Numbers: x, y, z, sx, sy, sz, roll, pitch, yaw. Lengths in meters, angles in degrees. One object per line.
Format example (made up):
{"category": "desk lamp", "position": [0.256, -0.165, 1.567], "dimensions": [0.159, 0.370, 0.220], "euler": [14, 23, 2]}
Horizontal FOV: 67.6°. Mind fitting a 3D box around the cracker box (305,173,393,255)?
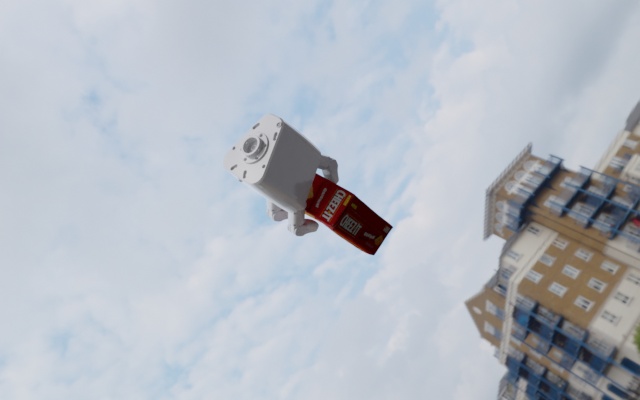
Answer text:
{"category": "cracker box", "position": [0.000, 0.003, 0.841], "dimensions": [0.213, 0.072, 0.164], "euler": [31, -2, 37]}
